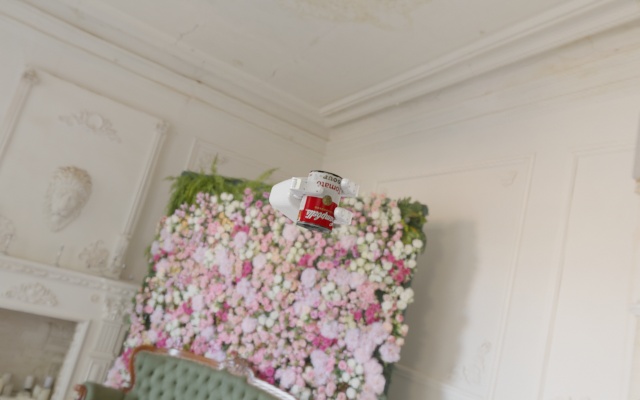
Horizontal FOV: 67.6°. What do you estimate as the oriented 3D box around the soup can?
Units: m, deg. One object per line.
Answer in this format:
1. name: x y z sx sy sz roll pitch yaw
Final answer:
1. soup can: 0.000 0.003 0.878 0.068 0.102 0.068 14 -11 3
